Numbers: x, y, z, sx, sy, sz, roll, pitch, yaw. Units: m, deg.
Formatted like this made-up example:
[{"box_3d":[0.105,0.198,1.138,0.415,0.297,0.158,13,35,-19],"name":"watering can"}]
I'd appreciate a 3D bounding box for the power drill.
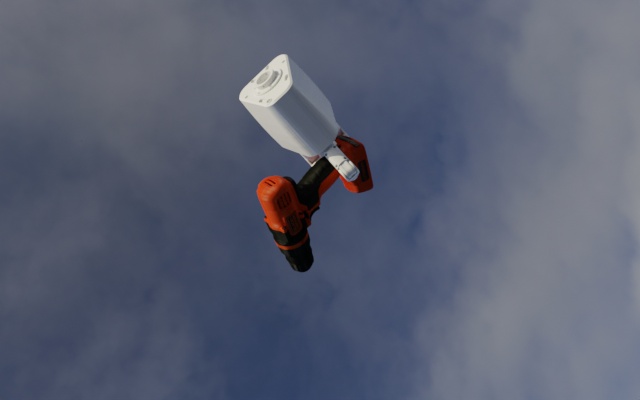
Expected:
[{"box_3d":[0.000,0.002,0.736,0.057,0.185,0.187,27,58,38],"name":"power drill"}]
